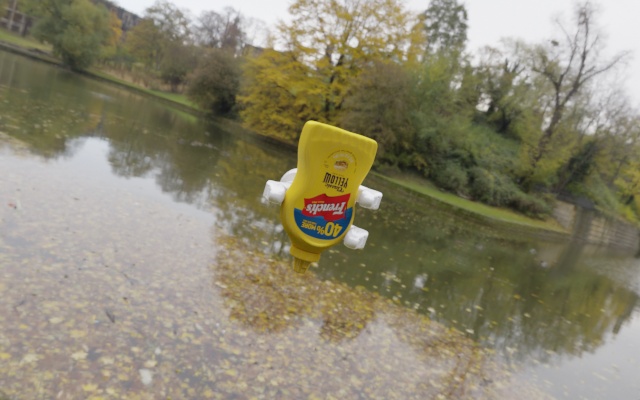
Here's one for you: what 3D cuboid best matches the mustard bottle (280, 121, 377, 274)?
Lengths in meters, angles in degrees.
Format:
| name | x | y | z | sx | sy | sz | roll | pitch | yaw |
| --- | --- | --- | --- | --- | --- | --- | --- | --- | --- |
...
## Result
| name | x | y | z | sx | sy | sz | roll | pitch | yaw |
| --- | --- | --- | --- | --- | --- | --- | --- | --- | --- |
| mustard bottle | 0.000 | 0.002 | 0.612 | 0.096 | 0.191 | 0.058 | 14 | 9 | -25 |
